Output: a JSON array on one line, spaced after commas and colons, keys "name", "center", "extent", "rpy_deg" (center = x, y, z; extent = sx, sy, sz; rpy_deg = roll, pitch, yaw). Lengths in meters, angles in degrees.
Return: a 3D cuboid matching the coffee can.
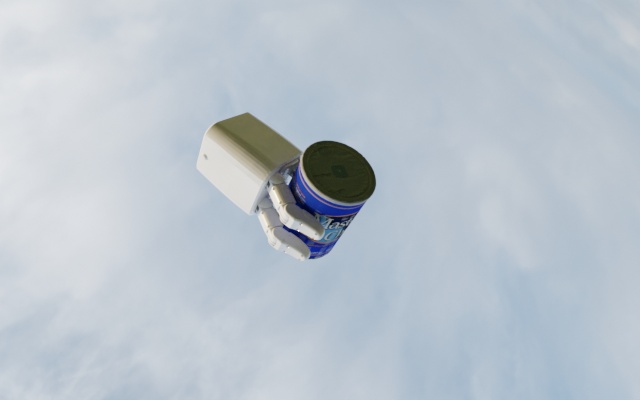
[{"name": "coffee can", "center": [0.000, 0.002, 0.655], "extent": [0.103, 0.102, 0.140], "rpy_deg": [0, -36, -26]}]
